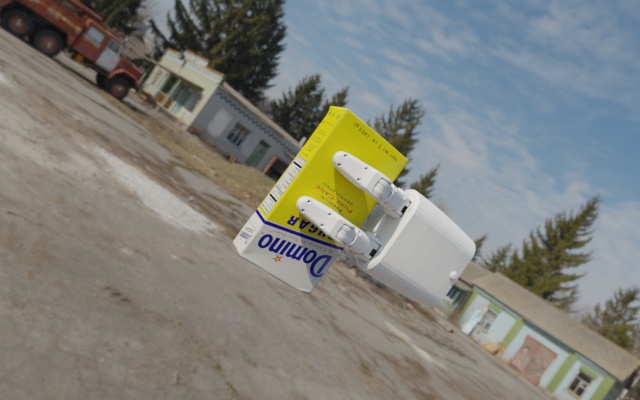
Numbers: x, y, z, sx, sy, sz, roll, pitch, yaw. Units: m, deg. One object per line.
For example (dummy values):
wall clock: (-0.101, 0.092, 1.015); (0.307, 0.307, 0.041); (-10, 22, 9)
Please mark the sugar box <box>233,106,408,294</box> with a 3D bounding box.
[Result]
sugar box: (0.000, 0.002, 0.488); (0.093, 0.176, 0.048); (35, 0, -26)
